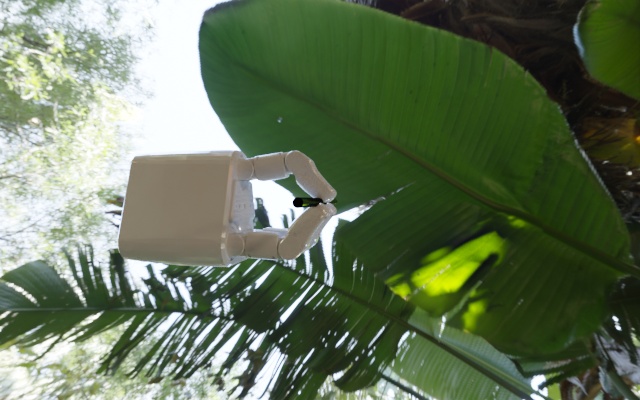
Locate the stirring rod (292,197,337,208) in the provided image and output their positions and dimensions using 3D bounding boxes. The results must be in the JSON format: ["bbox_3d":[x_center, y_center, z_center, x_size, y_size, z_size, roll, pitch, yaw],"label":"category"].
[{"bbox_3d":[0.000,0.001,0.461,0.011,0.011,0.239,0,0,8],"label":"stirring rod"}]
